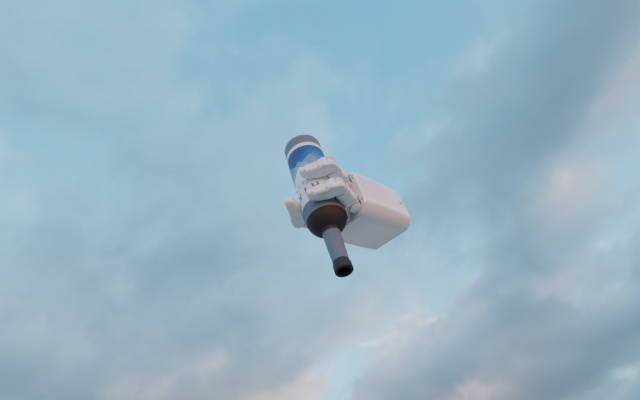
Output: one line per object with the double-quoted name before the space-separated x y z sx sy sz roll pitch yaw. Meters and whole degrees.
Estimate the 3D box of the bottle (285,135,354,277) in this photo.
"bottle" 0.000 0.002 0.769 0.069 0.069 0.295 0 41 -17
